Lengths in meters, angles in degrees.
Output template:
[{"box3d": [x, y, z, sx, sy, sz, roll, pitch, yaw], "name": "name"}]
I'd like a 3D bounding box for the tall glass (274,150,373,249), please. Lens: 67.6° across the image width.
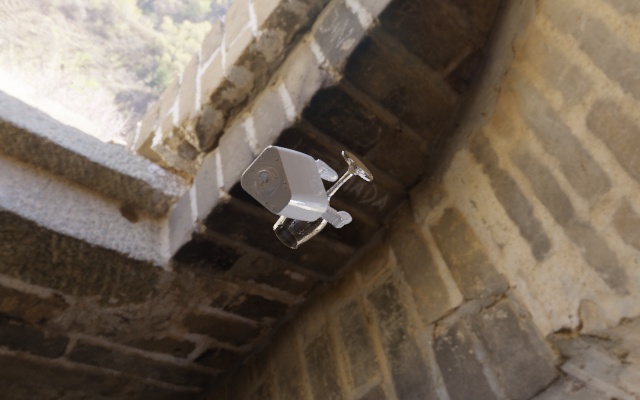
[{"box3d": [0.001, 0.003, 0.887, 0.201, 0.079, 0.079, -45, -19, 20], "name": "tall glass"}]
